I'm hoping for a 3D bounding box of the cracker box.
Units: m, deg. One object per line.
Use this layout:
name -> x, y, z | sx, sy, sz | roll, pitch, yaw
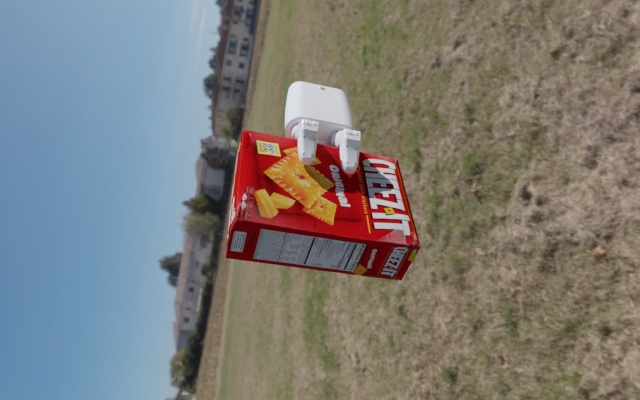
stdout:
cracker box -> 0.000, 0.002, 0.586 | 0.214, 0.072, 0.164 | 9, 43, -12
